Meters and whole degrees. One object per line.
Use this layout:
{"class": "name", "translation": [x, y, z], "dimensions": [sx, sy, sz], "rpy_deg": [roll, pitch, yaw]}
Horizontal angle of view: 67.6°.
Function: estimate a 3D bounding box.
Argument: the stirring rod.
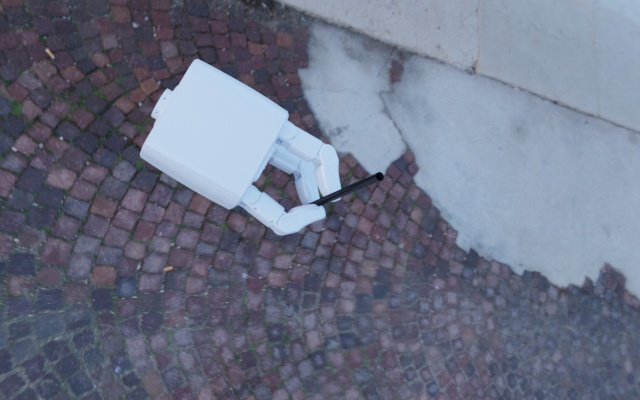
{"class": "stirring rod", "translation": [0.000, 0.002, 0.514], "dimensions": [0.011, 0.011, 0.239], "rpy_deg": [0, -11, -25]}
